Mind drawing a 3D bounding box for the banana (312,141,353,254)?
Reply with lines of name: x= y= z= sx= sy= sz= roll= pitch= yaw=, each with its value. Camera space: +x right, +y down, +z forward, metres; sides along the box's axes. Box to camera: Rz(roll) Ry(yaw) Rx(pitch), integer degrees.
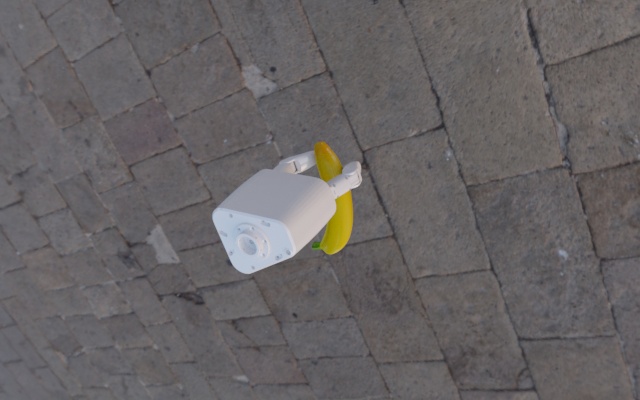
banana: x=0.016 y=0.011 z=0.695 sx=0.069 sy=0.198 sz=0.037 roll=19 pitch=38 yaw=21
